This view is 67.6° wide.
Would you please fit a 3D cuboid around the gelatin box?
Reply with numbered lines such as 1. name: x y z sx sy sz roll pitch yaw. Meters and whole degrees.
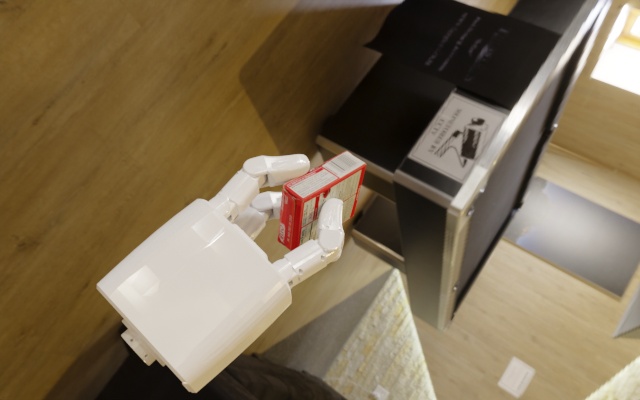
1. gelatin box: 0.001 0.002 0.463 0.089 0.073 0.030 -31 56 -35
